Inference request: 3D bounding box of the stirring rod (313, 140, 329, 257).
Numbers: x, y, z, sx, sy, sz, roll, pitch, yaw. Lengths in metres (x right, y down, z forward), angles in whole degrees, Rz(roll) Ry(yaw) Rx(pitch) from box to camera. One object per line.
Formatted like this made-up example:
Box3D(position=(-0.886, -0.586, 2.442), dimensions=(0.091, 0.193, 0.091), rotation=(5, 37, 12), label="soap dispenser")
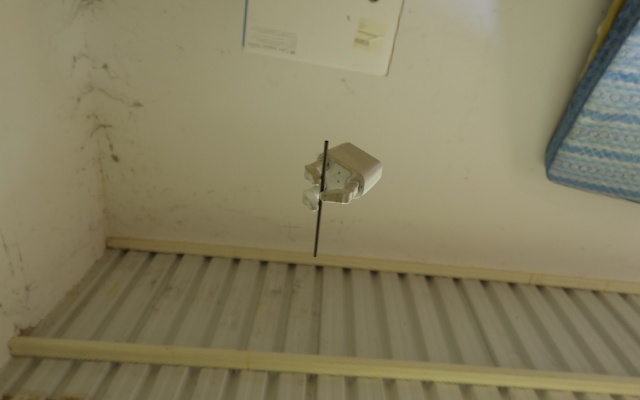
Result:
Box3D(position=(0.000, 0.003, 0.893), dimensions=(0.011, 0.240, 0.011), rotation=(5, 26, -2), label="stirring rod")
